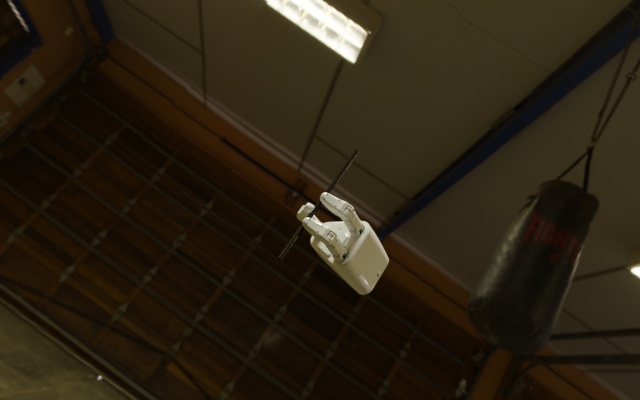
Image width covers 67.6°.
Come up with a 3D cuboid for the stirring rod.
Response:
[{"bbox_3d":[0.000,0.003,0.809,0.011,0.239,0.011,30,-22,13],"label":"stirring rod"}]
